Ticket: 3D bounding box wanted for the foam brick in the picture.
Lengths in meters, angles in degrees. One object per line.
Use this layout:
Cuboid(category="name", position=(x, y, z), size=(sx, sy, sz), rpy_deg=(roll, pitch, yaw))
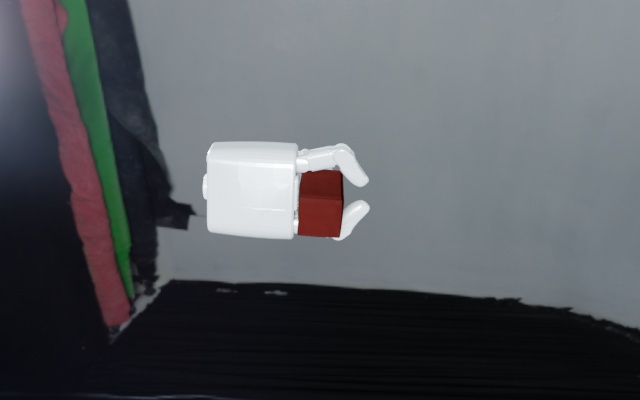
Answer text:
Cuboid(category="foam brick", position=(0.000, 0.002, 0.568), size=(0.051, 0.053, 0.078), rpy_deg=(4, 29, -1))
